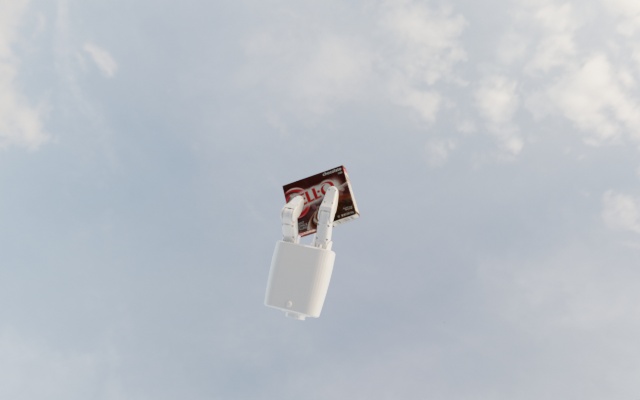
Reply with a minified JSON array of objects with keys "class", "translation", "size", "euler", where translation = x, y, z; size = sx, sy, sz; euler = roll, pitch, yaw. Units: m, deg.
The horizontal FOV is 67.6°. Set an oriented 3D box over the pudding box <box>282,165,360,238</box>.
[{"class":"pudding box","translation":[0.000,0.003,0.798],"size":[0.113,0.090,0.039],"euler":[-18,-19,9]}]
